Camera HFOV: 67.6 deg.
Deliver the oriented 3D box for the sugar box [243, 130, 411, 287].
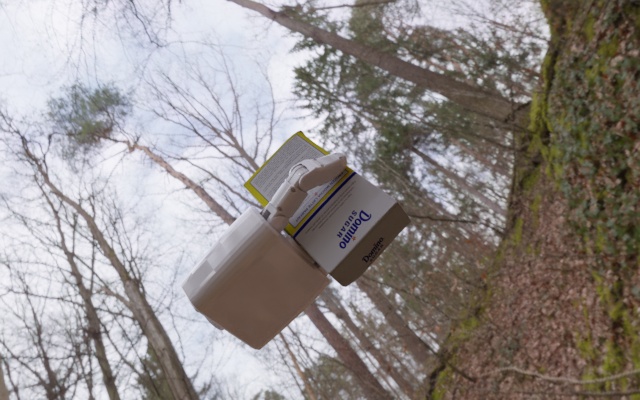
[{"bbox_3d":[0.000,0.002,0.500,0.176,0.093,0.048,42,-3,41],"label":"sugar box"}]
